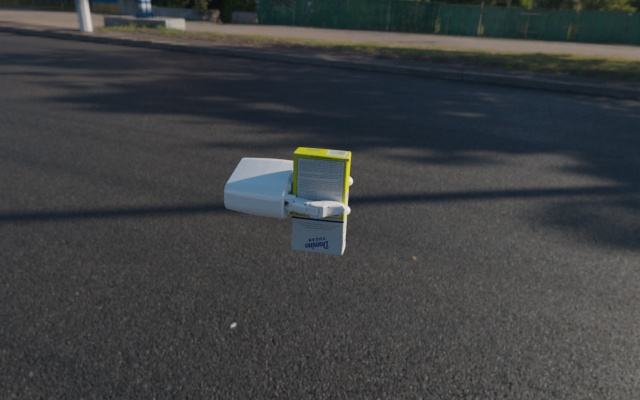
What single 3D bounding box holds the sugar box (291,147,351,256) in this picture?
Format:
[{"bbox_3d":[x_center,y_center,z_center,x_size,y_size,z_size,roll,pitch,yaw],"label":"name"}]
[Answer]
[{"bbox_3d":[0.000,0.002,0.814,0.093,0.176,0.048,6,23,8],"label":"sugar box"}]
